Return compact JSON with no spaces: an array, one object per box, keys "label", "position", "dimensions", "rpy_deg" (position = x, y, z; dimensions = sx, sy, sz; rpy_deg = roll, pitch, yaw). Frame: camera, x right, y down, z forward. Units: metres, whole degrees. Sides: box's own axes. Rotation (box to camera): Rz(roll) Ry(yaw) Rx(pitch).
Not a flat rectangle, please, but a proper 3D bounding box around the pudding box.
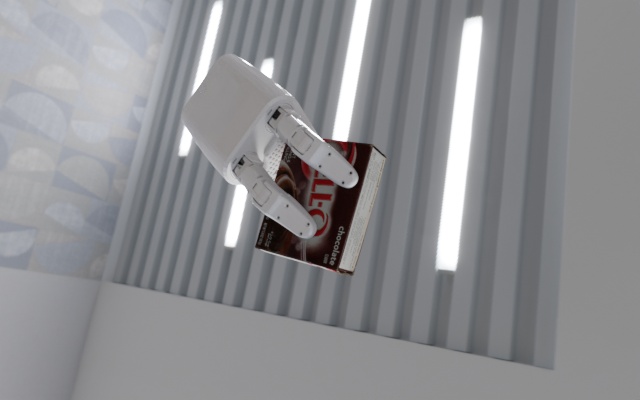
[{"label":"pudding box","position":[0.000,0.001,0.426],"dimensions":[0.090,0.113,0.039],"rpy_deg":[11,-7,34]}]
